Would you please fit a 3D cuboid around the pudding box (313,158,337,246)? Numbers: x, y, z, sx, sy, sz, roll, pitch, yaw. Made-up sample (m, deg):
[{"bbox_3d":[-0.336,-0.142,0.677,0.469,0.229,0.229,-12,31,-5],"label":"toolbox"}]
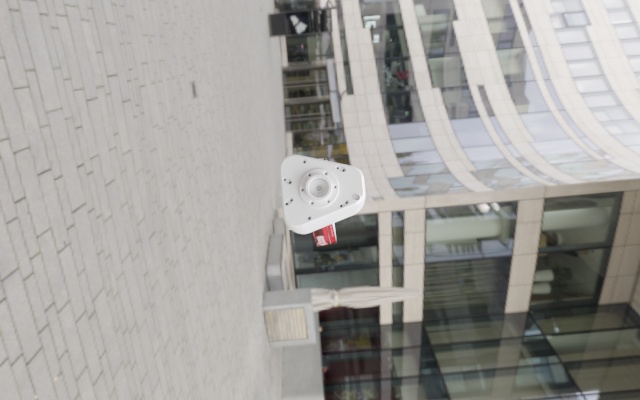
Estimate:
[{"bbox_3d":[0.000,0.002,0.759,0.039,0.113,0.090,-5,-34,4],"label":"pudding box"}]
